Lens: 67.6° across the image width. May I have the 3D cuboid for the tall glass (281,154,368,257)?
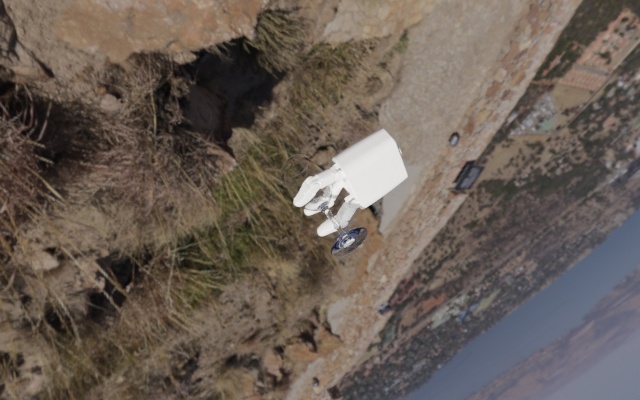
[{"bbox_3d":[0.000,0.003,0.864,0.079,0.079,0.201,0,44,-44],"label":"tall glass"}]
